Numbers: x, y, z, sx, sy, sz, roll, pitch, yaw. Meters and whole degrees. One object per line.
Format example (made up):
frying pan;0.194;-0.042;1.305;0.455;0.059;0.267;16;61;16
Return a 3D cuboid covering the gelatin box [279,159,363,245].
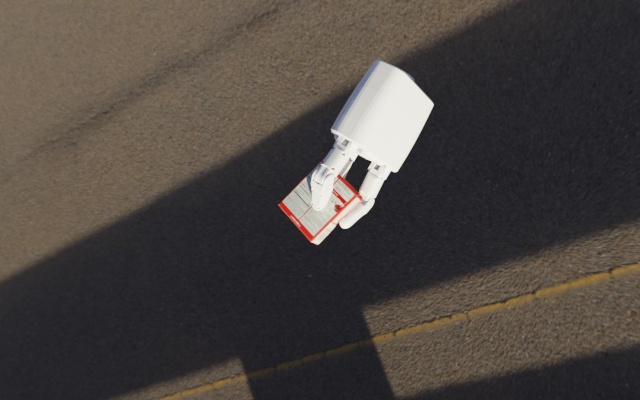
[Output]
gelatin box;0.000;0.002;0.636;0.073;0.089;0.030;46;5;24
